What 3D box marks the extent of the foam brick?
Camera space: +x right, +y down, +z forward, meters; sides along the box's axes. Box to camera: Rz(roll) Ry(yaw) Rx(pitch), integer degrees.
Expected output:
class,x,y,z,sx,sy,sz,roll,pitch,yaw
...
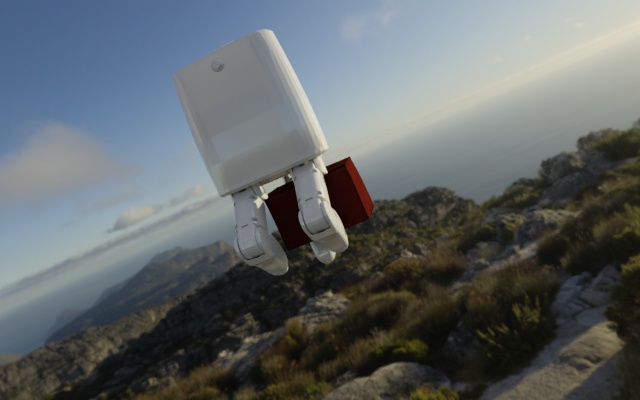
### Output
class,x,y,z,sx,sy,sz,roll,pitch,yaw
foam brick,0.000,0.001,0.415,0.078,0.051,0.053,-22,7,12
